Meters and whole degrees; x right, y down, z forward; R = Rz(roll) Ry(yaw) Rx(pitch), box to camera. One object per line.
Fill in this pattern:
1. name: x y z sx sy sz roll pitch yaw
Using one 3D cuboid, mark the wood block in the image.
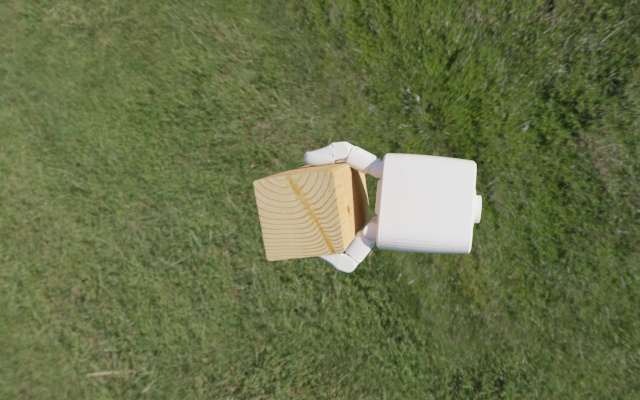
1. wood block: 0.000 0.002 0.599 0.090 0.091 0.206 -7 6 14
